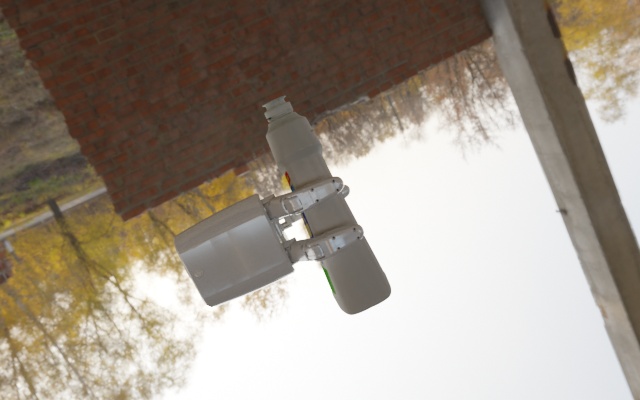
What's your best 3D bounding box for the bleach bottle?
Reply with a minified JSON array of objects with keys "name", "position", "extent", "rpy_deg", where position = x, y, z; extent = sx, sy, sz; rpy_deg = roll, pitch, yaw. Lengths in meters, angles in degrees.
[{"name":"bleach bottle","position":[0.000,0.002,0.552],"extent":[0.068,0.251,0.102],"rpy_deg":[-25,9,-3]}]
